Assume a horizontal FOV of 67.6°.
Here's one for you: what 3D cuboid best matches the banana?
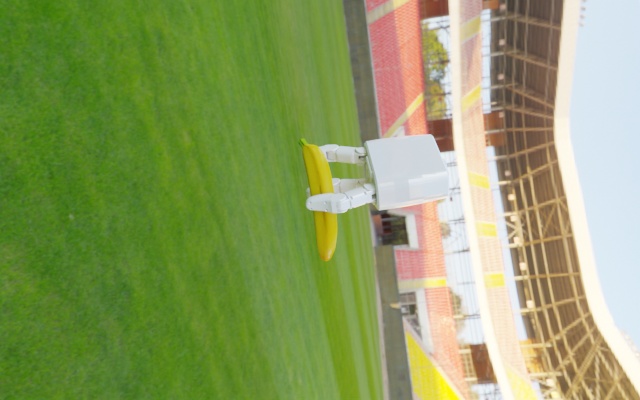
[{"bbox_3d":[0.002,0.000,0.728,0.037,0.198,0.069,-10,5,-7],"label":"banana"}]
